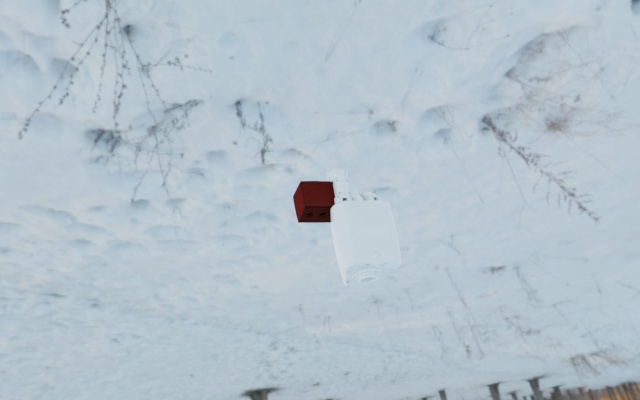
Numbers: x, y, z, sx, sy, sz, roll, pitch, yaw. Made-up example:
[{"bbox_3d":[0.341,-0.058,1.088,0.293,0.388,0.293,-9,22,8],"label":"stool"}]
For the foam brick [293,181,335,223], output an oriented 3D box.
[{"bbox_3d":[0.000,0.003,0.790,0.078,0.051,0.053,0,-30,-17],"label":"foam brick"}]
